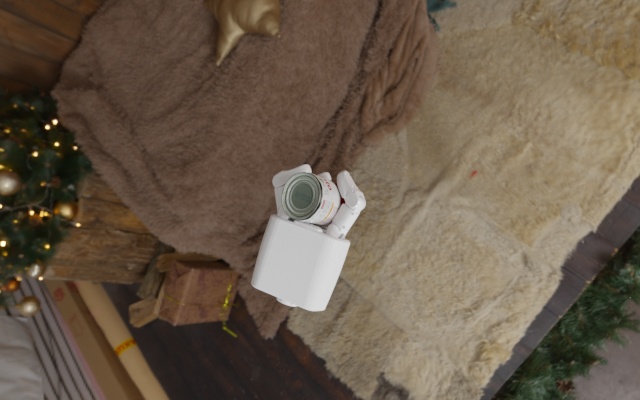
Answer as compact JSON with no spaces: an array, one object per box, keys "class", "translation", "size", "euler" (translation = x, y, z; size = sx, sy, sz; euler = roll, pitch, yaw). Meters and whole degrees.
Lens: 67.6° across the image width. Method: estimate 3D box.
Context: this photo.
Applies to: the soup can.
[{"class":"soup can","translation":[0.000,0.002,0.674],"size":[0.068,0.068,0.102],"euler":[0,-10,33]}]
